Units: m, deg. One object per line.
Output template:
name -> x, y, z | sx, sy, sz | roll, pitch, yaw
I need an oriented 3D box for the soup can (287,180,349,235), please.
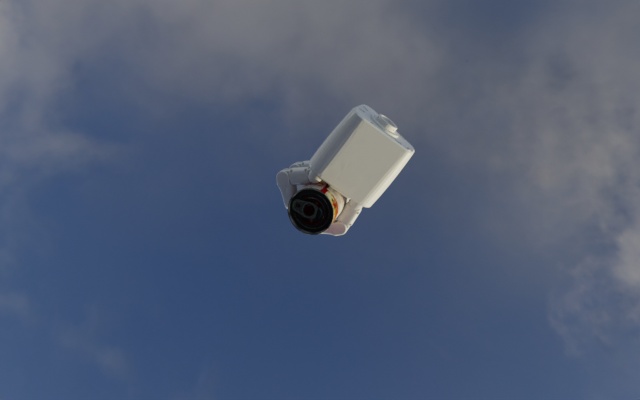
soup can -> 0.000, 0.003, 0.709 | 0.068, 0.068, 0.102 | 0, 16, 17
